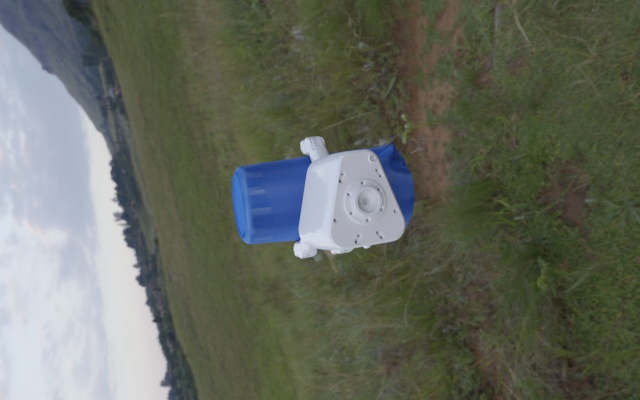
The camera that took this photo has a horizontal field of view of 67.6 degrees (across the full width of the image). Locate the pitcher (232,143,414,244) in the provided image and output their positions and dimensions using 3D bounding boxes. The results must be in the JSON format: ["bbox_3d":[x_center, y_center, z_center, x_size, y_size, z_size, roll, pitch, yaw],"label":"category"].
[{"bbox_3d":[0.000,0.002,0.697,0.243,0.149,0.145,-7,2,-18],"label":"pitcher"}]
